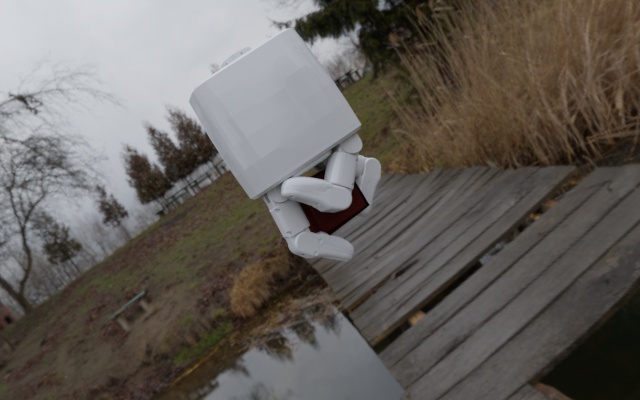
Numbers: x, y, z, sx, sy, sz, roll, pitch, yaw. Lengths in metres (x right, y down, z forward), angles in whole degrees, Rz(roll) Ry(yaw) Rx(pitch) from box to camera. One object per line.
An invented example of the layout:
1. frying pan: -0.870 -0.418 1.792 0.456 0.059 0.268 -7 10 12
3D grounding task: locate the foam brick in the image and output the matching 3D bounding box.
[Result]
1. foam brick: 0.000 0.002 0.464 0.053 0.051 0.078 -35 6 -23
